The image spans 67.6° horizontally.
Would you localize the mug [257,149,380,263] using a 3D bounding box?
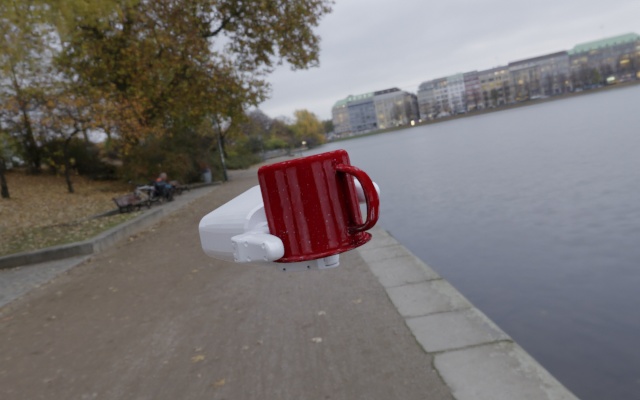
[{"bbox_3d":[0.001,0.001,0.409,0.093,0.081,0.117,-17,7,-43],"label":"mug"}]
